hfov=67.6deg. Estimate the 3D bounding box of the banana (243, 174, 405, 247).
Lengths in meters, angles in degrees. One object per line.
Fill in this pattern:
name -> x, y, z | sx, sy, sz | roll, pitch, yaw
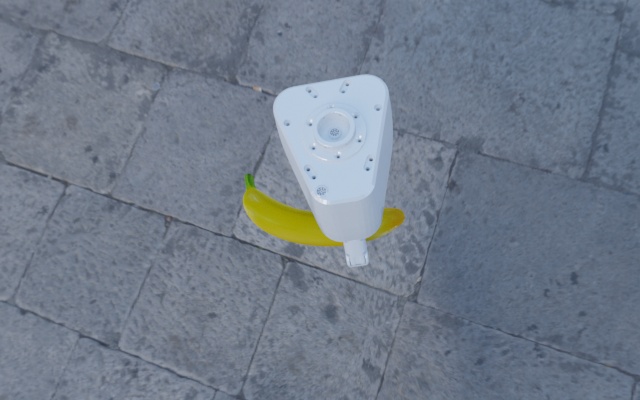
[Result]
banana -> -0.009, 0.018, 0.532 | 0.198, 0.069, 0.037 | 15, -19, 14
